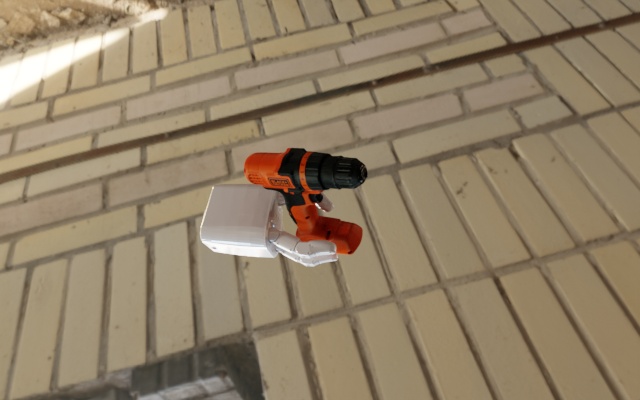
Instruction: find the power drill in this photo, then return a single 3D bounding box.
[{"bbox_3d":[0.000,0.003,0.690,0.184,0.057,0.188,7,-38,31],"label":"power drill"}]
